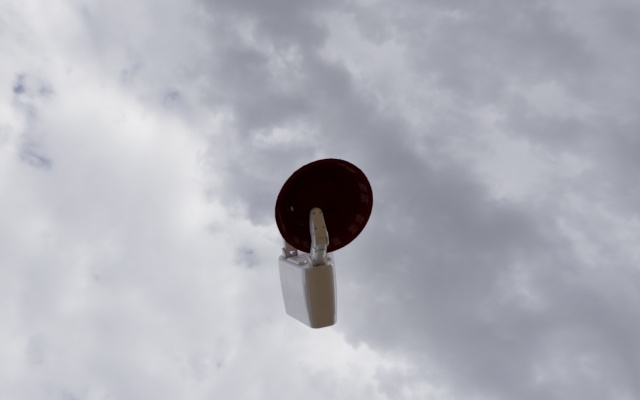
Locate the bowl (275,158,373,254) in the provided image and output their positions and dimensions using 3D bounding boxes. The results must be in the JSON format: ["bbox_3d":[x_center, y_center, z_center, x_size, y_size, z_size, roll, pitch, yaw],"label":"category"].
[{"bbox_3d":[0.000,0.001,0.765,0.162,0.162,0.055,0,22,-19],"label":"bowl"}]
